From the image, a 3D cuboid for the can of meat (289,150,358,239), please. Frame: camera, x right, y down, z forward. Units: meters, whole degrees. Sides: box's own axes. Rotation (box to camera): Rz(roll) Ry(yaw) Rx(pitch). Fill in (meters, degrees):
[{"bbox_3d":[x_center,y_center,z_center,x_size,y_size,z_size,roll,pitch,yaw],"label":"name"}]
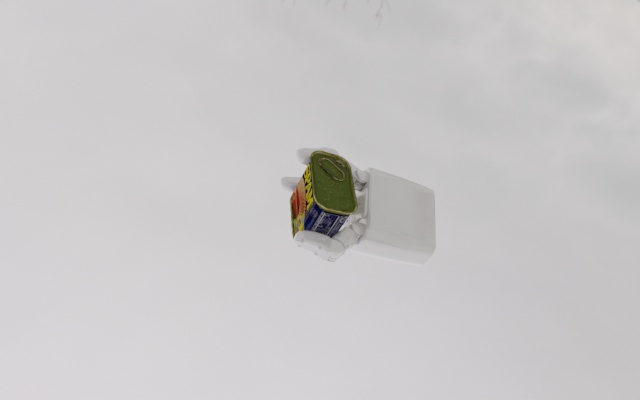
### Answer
[{"bbox_3d":[0.000,0.002,0.611,0.057,0.102,0.084,13,-46,-20],"label":"can of meat"}]
